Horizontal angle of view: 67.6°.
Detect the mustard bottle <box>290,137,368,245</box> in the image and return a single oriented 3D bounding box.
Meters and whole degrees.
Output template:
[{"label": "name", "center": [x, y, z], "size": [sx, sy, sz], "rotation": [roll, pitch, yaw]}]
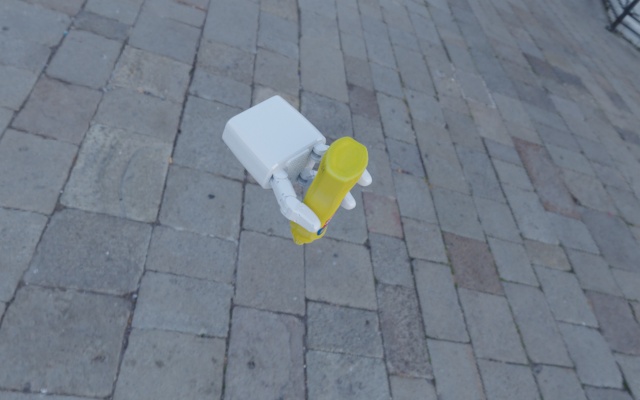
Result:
[{"label": "mustard bottle", "center": [0.000, 0.002, 0.694], "size": [0.058, 0.192, 0.096], "rotation": [30, 42, -1]}]
